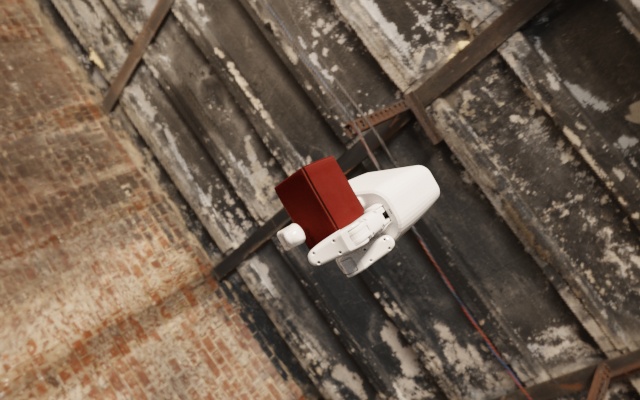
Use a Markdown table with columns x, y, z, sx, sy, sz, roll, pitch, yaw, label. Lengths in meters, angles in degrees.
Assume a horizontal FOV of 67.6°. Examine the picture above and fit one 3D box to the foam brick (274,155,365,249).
| x | y | z | sx | sy | sz | roll | pitch | yaw | label |
| --- | --- | --- | --- | --- | --- | --- | --- | --- | --- |
| 0.000 | 0.001 | 0.499 | 0.053 | 0.078 | 0.051 | -29 | 1 | 45 | foam brick |
